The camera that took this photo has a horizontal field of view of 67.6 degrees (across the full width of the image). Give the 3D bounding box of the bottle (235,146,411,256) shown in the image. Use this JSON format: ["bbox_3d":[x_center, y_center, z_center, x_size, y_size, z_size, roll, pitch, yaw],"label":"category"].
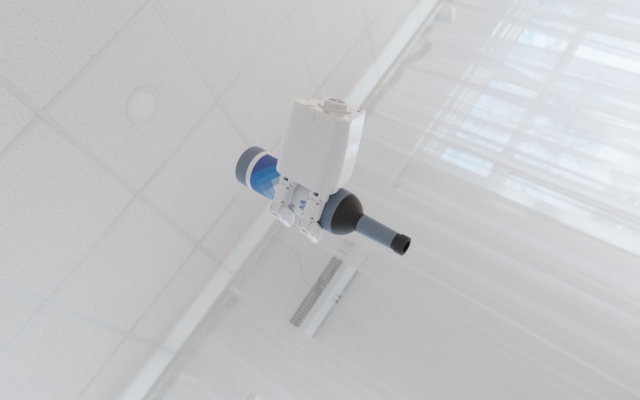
[{"bbox_3d":[0.000,0.002,0.711,0.295,0.069,0.069,28,14,28],"label":"bottle"}]
